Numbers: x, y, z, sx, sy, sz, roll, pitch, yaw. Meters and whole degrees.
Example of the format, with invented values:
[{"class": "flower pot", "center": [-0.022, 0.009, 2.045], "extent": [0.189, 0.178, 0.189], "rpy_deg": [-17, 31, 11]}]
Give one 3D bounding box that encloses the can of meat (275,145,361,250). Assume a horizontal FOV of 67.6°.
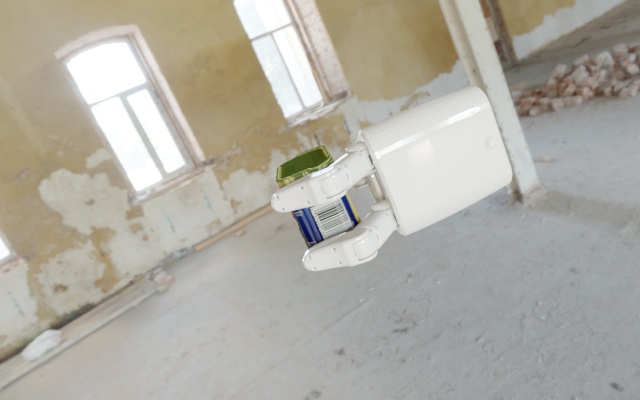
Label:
[{"class": "can of meat", "center": [0.000, 0.001, 0.437], "extent": [0.057, 0.084, 0.102], "rpy_deg": [-24, 14, 1]}]
